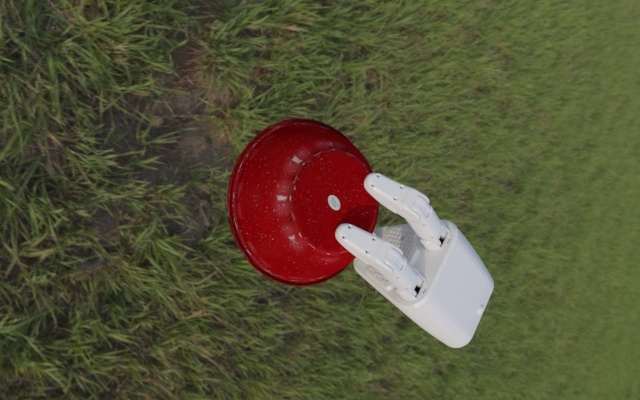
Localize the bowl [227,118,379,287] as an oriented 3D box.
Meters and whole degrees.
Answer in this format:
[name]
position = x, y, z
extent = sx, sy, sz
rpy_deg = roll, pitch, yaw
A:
[bowl]
position = -0.001, 0.001, 0.437
extent = 0.162, 0.162, 0.055
rpy_deg = 0, -1, -32
